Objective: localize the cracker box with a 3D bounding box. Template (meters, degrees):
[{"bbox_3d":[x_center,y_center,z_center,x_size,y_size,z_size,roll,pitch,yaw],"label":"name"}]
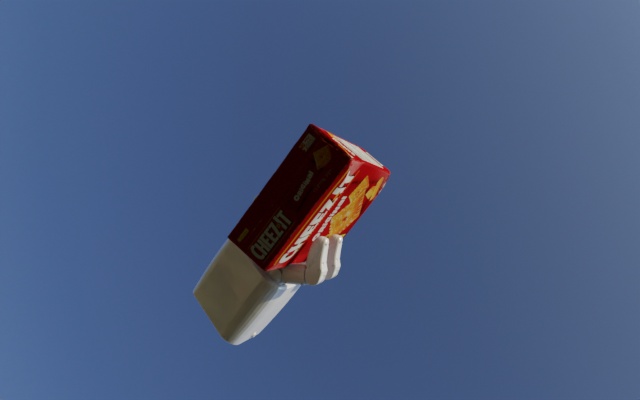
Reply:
[{"bbox_3d":[0.000,0.002,0.618,0.072,0.164,0.214,40,12,16],"label":"cracker box"}]
